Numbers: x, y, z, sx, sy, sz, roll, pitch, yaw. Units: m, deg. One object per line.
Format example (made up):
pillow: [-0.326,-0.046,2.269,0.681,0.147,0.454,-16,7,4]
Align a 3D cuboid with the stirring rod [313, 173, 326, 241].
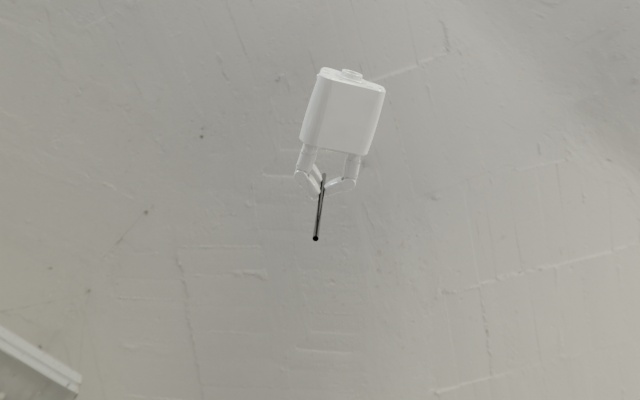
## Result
stirring rod: [0.000,0.002,0.736,0.011,0.011,0.239,0,23,3]
